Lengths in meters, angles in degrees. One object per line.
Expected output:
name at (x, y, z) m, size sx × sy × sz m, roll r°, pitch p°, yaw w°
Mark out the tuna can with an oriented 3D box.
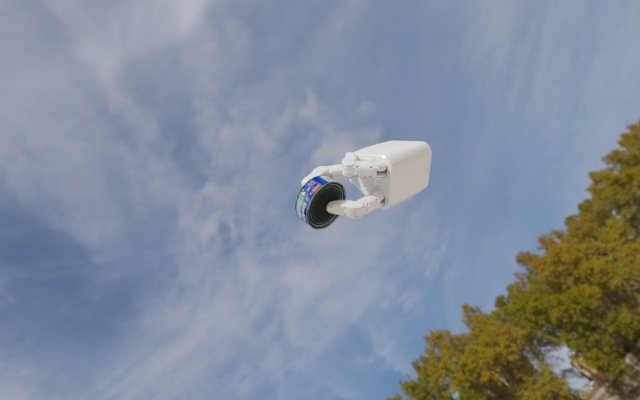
tuna can at (0.000, 0.002, 0.787) m, size 0.086 × 0.086 × 0.033 m, roll 0°, pitch 24°, yaw -48°
